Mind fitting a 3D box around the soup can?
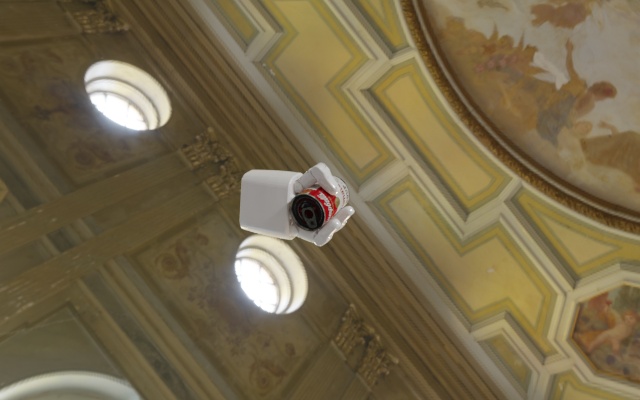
[{"bbox_3d":[0.001,0.003,0.832,0.068,0.068,0.102,0,21,29],"label":"soup can"}]
